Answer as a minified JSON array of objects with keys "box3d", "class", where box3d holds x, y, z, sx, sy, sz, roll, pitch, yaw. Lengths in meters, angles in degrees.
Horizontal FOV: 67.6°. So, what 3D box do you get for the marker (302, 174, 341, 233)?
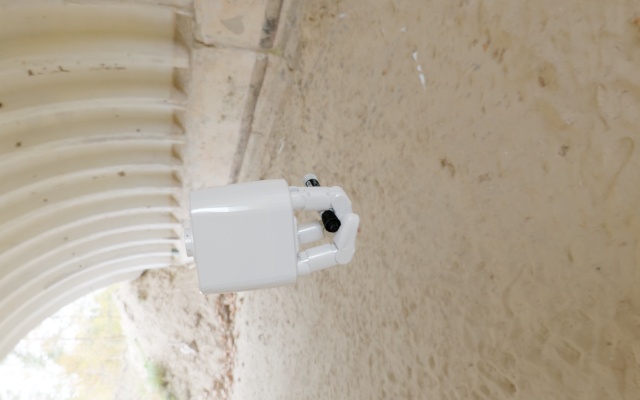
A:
[{"box3d":[0.000,0.002,0.563,0.020,0.020,0.121,0,28,-16],"class":"marker"}]
